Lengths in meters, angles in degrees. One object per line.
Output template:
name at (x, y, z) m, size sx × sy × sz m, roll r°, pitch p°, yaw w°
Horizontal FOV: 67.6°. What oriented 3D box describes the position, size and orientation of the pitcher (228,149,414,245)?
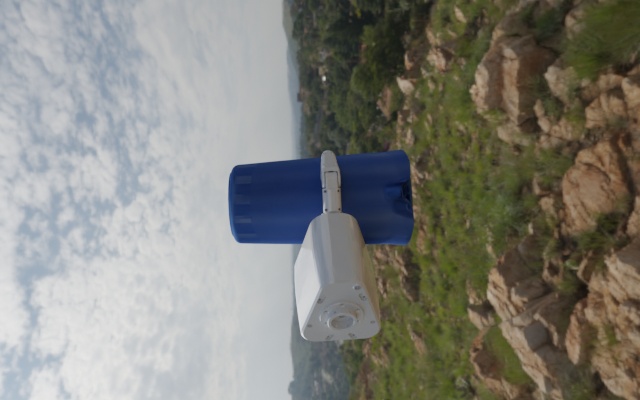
pitcher at (0.000, 0.002, 0.669) m, size 0.243 × 0.149 × 0.145 m, roll -2°, pitch 40°, yaw -4°
